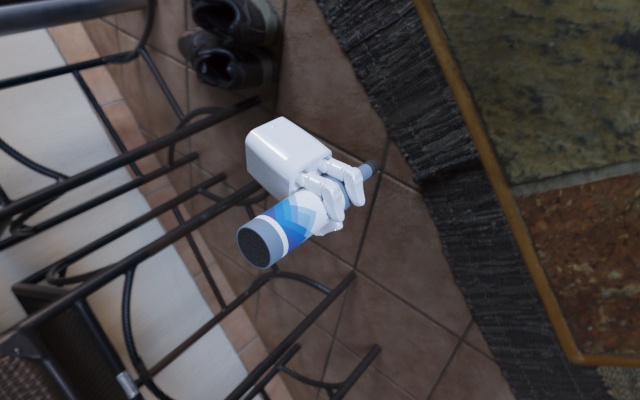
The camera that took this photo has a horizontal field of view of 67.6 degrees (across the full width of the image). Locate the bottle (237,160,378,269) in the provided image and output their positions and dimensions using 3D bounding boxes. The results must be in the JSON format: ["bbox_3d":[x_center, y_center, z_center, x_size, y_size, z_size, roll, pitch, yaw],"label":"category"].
[{"bbox_3d":[0.000,0.003,0.742,0.069,0.069,0.295,0,25,43],"label":"bottle"}]
